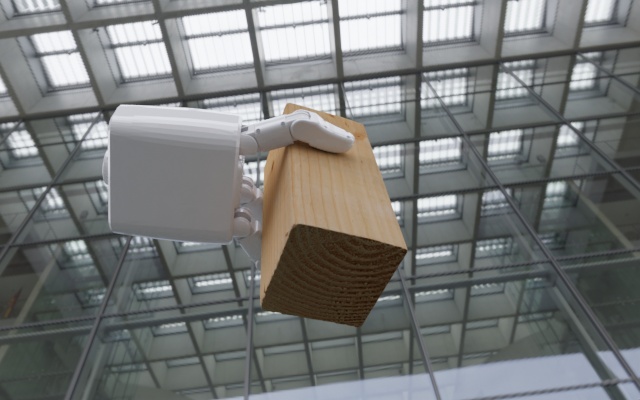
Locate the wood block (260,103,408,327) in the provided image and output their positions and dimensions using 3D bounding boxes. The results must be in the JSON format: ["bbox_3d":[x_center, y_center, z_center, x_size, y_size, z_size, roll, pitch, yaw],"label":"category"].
[{"bbox_3d":[0.000,0.001,0.440,0.090,0.091,0.206,14,33,-15],"label":"wood block"}]
